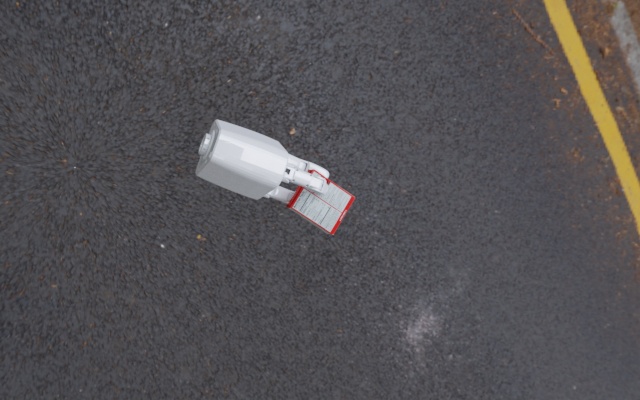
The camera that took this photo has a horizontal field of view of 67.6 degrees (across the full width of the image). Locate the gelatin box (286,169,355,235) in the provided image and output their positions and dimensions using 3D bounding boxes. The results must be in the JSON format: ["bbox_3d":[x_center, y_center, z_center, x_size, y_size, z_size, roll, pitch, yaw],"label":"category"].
[{"bbox_3d":[0.001,0.003,0.774,0.089,0.073,0.030,33,-9,-16],"label":"gelatin box"}]
